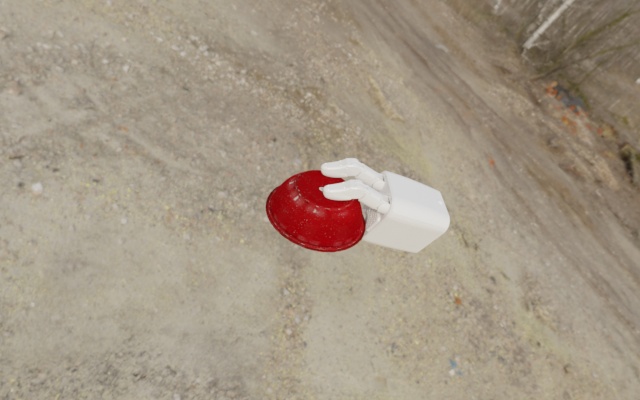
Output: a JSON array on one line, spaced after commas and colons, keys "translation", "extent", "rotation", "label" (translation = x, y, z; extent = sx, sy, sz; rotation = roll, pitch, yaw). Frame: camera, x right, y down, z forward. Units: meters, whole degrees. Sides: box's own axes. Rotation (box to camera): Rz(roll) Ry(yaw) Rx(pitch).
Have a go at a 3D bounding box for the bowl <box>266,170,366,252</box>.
[{"translation": [-0.001, 0.002, 0.728], "extent": [0.162, 0.055, 0.162], "rotation": [11, 39, -9], "label": "bowl"}]
